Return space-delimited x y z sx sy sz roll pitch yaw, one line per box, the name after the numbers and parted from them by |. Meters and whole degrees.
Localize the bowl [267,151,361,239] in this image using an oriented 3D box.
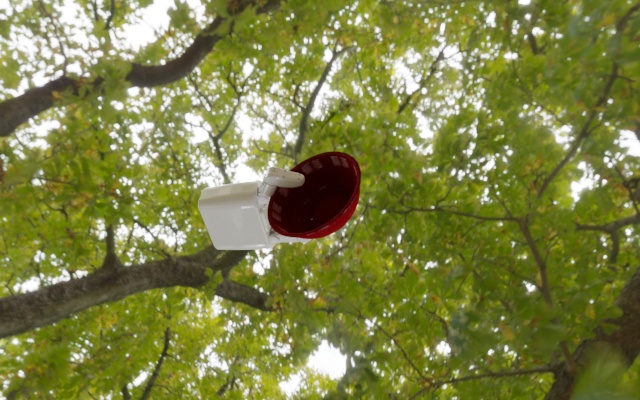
0.001 0.003 0.729 0.162 0.162 0.055 0 -37 38 | bowl
